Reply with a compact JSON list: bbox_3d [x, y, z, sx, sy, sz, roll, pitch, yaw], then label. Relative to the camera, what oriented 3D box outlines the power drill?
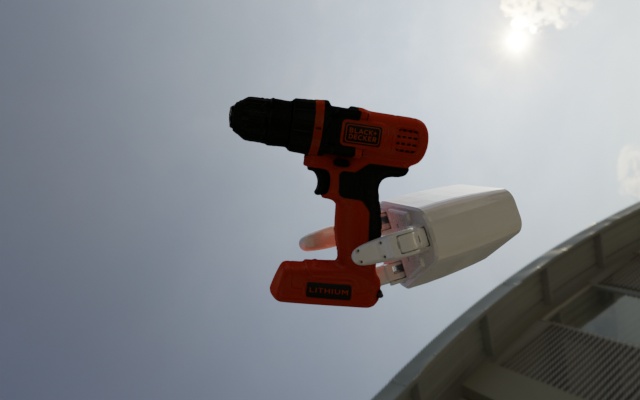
[{"bbox_3d":[0.000,0.002,0.448,0.184,0.188,0.057,7,9,-7],"label":"power drill"}]
